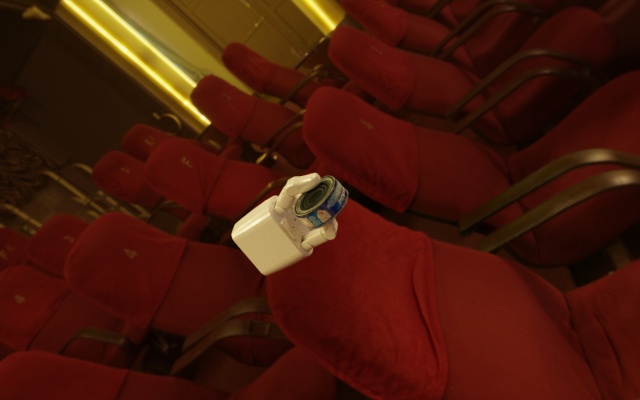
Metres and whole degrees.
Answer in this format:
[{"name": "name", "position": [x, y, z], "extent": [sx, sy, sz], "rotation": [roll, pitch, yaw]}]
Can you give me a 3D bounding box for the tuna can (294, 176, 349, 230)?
[{"name": "tuna can", "position": [0.000, 0.002, 0.745], "extent": [0.034, 0.086, 0.086], "rotation": [46, -23, -24]}]
